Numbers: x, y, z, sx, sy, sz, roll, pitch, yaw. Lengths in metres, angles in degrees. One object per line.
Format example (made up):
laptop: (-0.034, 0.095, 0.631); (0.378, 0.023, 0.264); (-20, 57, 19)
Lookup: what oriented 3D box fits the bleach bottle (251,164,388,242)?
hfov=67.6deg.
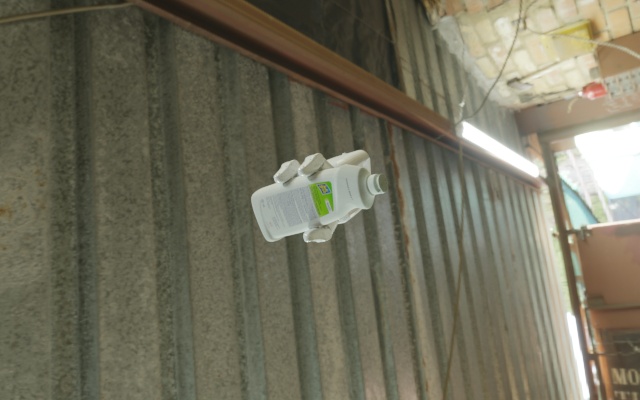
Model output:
bleach bottle: (0.000, 0.003, 0.799); (0.251, 0.102, 0.068); (-12, 13, 37)
